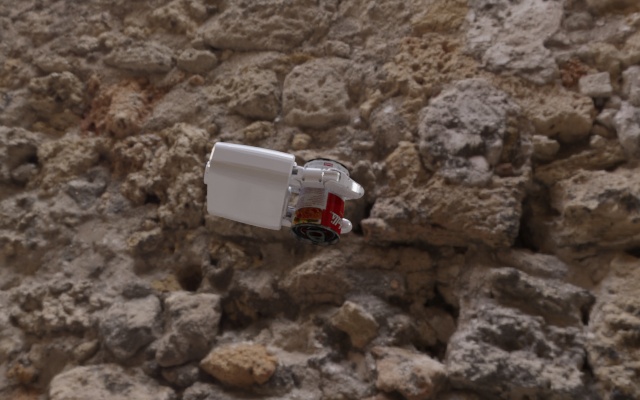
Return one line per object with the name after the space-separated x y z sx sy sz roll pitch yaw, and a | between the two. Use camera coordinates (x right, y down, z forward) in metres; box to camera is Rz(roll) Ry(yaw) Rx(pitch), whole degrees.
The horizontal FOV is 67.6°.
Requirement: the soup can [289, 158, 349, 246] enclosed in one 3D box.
0.001 0.002 0.651 0.068 0.102 0.068 8 -26 4 | soup can
